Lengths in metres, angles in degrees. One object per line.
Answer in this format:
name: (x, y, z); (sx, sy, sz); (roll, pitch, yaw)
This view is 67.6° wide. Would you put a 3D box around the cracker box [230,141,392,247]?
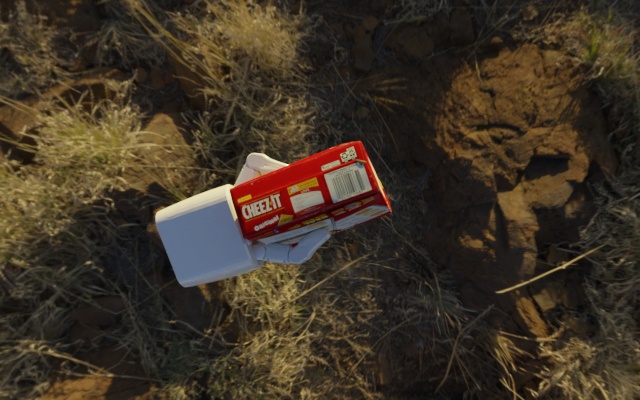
cracker box: (0.000, 0.002, 0.628); (0.164, 0.072, 0.214); (-20, -11, 8)
